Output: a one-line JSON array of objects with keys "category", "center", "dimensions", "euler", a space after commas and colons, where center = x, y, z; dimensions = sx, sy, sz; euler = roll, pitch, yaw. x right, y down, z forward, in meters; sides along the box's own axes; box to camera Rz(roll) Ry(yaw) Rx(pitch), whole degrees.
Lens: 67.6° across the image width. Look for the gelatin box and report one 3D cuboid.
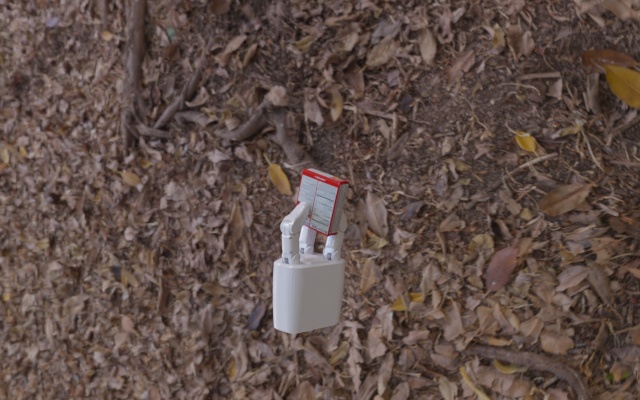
[{"category": "gelatin box", "center": [0.000, 0.002, 0.745], "dimensions": [0.073, 0.089, 0.030], "euler": [22, 20, 33]}]
